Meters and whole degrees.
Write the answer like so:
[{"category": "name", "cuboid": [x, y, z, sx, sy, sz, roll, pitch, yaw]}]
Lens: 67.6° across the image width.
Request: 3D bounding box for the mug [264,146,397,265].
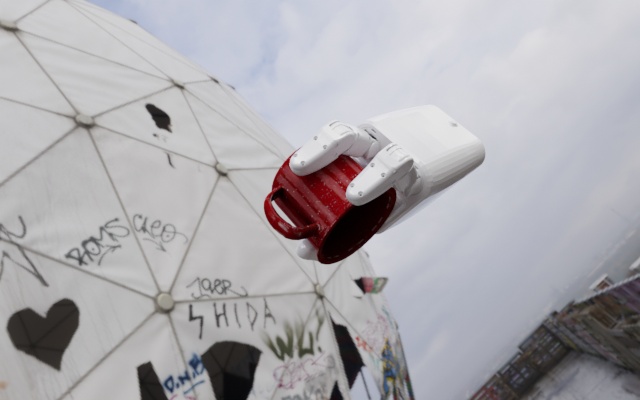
[{"category": "mug", "cuboid": [-0.001, 0.002, 0.433, 0.117, 0.093, 0.081, -22, 56, -38]}]
